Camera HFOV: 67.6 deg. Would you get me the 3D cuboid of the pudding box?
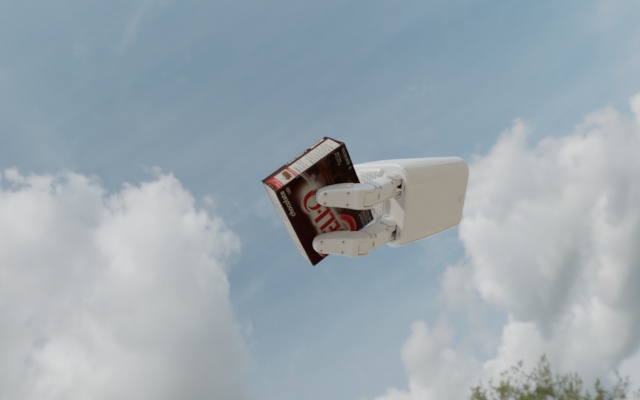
[{"bbox_3d":[0.000,0.002,0.513,0.090,0.114,0.039,-37,36,-17],"label":"pudding box"}]
